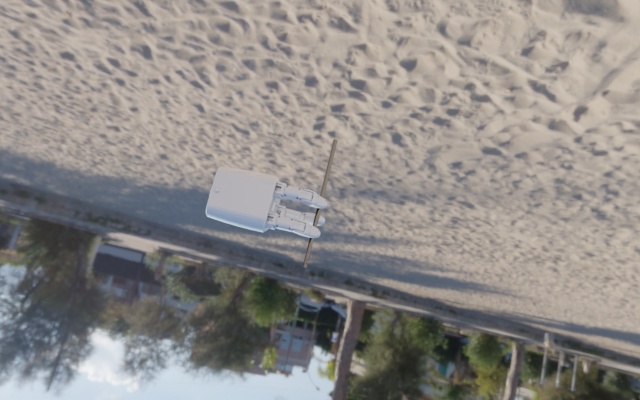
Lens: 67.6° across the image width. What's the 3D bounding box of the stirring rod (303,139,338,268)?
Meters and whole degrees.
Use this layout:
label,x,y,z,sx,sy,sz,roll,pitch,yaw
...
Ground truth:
label,x,y,z,sx,sy,sz,roll,pitch,yaw
stirring rod,0.000,0.003,0.859,0.011,0.239,0.011,13,-11,3
